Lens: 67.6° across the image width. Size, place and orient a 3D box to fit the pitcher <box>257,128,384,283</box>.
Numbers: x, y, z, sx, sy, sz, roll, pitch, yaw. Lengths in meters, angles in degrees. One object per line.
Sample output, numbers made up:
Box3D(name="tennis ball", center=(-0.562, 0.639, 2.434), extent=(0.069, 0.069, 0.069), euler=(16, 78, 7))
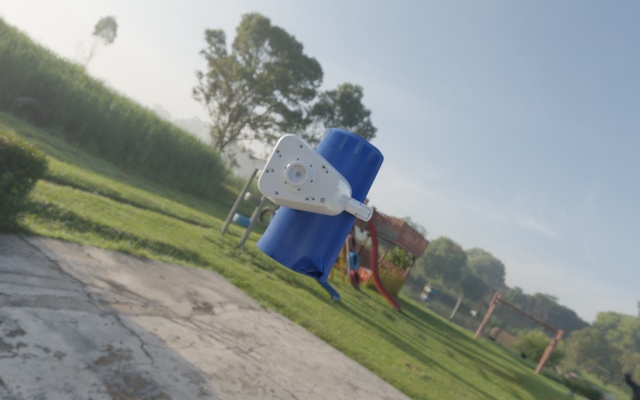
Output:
Box3D(name="pitcher", center=(0.000, 0.003, 0.814), extent=(0.149, 0.243, 0.145), euler=(29, 0, 13))
